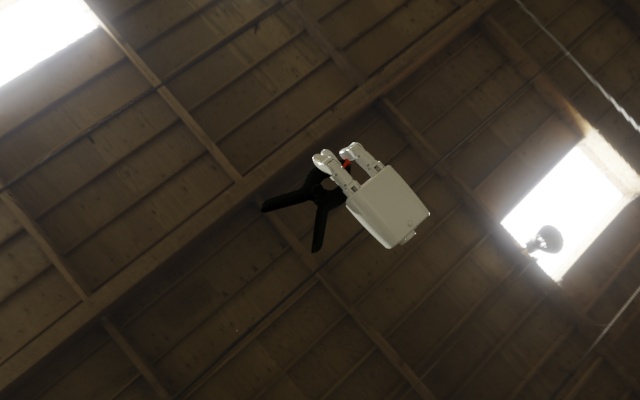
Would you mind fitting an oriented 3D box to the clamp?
[{"bbox_3d":[0.000,0.003,0.794,0.171,0.120,0.039,-39,-7,-17],"label":"clamp"}]
